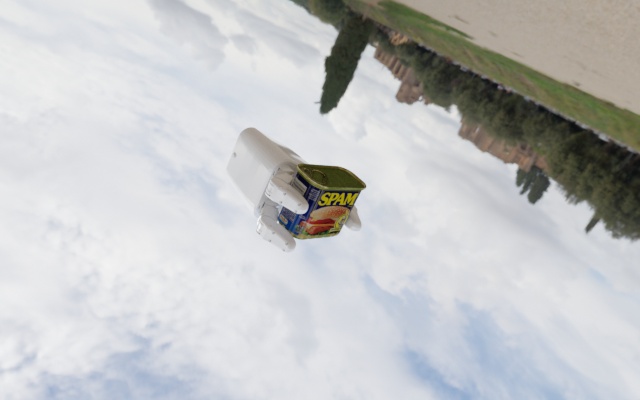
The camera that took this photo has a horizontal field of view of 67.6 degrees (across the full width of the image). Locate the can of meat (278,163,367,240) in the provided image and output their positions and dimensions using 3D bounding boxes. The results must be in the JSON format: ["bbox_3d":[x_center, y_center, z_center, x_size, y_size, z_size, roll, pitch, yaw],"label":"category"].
[{"bbox_3d":[0.000,0.002,0.636,0.102,0.084,0.057,0,34,-46],"label":"can of meat"}]
